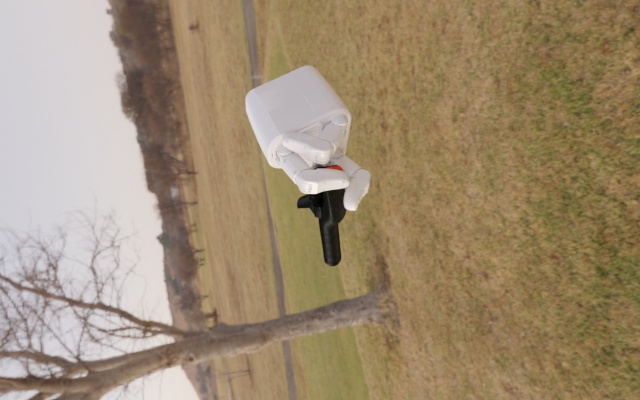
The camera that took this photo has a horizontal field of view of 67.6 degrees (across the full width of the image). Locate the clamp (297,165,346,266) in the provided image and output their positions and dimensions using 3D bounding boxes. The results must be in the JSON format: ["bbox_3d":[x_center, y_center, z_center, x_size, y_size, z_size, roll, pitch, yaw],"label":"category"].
[{"bbox_3d":[0.000,0.002,0.658,0.039,0.120,0.172,-22,-35,-24],"label":"clamp"}]
